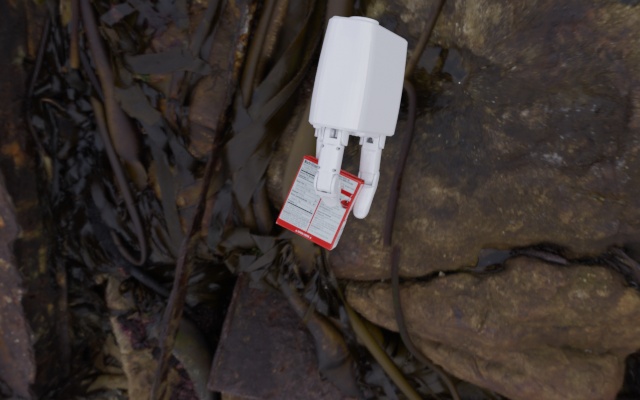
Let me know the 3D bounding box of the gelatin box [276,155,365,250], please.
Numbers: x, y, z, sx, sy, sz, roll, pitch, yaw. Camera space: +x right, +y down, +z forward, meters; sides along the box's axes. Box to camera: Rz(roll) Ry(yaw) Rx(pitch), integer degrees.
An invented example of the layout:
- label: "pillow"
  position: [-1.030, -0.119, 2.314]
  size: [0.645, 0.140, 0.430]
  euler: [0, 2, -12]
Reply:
- label: "gelatin box"
  position: [0.000, 0.002, 0.554]
  size: [0.073, 0.089, 0.030]
  euler: [25, 8, 12]
